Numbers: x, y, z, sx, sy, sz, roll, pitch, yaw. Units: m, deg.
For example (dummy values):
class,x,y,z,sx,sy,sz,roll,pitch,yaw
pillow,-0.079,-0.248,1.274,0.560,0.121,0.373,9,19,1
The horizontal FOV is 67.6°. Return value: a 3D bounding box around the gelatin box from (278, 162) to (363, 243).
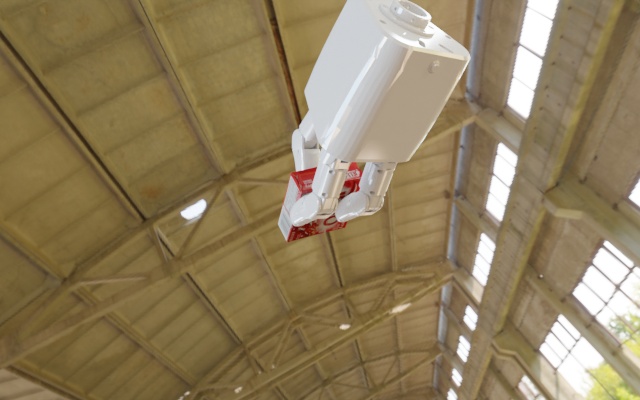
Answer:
class,x,y,z,sx,sy,sz,roll,pitch,yaw
gelatin box,0.000,0.001,0.498,0.073,0.030,0.089,-13,-34,-25
